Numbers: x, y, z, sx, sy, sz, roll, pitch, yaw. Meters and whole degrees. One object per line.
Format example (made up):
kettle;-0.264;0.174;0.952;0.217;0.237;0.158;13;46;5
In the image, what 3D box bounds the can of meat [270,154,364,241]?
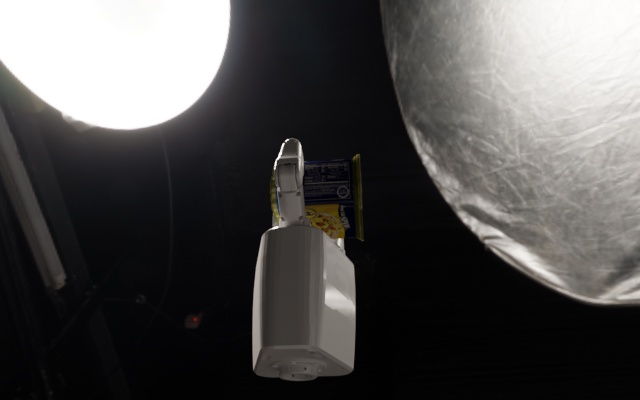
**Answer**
can of meat;0.000;0.001;0.477;0.084;0.057;0.102;-3;-29;5
